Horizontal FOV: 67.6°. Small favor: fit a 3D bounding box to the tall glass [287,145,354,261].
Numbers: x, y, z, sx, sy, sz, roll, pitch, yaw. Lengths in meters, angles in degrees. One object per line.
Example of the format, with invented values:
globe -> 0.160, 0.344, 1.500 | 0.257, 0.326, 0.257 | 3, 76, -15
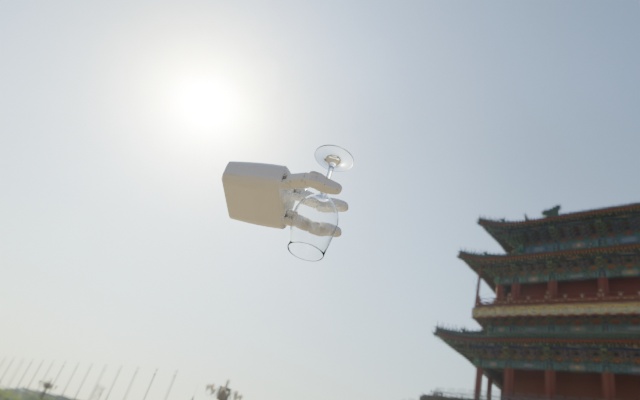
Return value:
tall glass -> 0.000, 0.002, 0.820 | 0.079, 0.201, 0.079 | 12, -33, 8
